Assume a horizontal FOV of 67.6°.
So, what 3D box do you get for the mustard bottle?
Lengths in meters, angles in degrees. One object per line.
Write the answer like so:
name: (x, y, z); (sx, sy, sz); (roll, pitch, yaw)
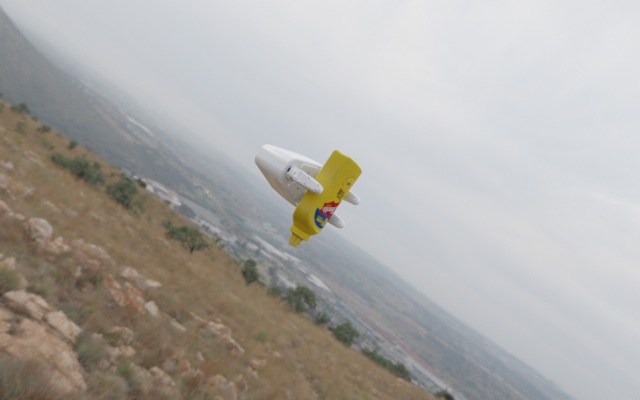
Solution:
mustard bottle: (0.001, 0.003, 0.891); (0.058, 0.191, 0.096); (34, -2, 22)
